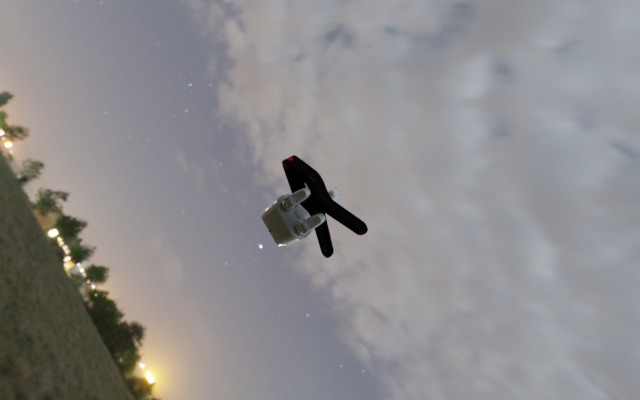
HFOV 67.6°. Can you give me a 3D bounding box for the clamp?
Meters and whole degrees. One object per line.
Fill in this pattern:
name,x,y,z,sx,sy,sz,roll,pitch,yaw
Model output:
clamp,0.000,0.002,0.896,0.036,0.210,0.164,-30,0,-33
